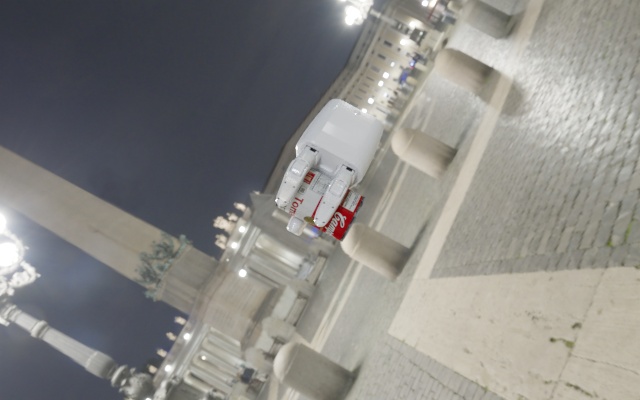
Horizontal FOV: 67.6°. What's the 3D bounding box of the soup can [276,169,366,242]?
[{"bbox_3d":[0.000,0.002,0.641,0.102,0.068,0.068,28,1,2],"label":"soup can"}]
